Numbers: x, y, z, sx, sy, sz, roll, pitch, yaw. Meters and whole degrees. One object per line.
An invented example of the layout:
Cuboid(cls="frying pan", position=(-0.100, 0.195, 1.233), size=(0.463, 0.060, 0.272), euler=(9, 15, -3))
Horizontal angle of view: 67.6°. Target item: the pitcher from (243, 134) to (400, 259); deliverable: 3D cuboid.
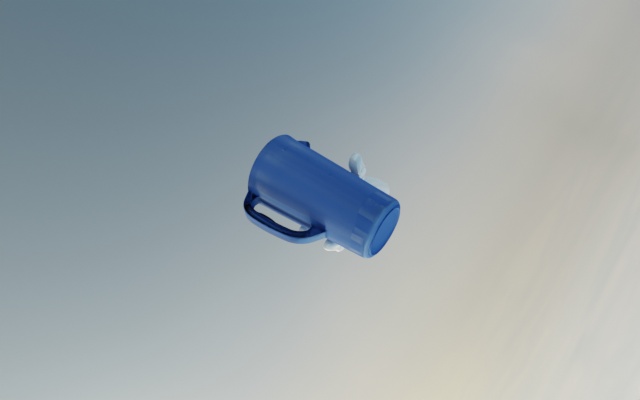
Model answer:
Cuboid(cls="pitcher", position=(0.000, 0.003, 0.801), size=(0.242, 0.149, 0.145), euler=(29, 14, 23))
